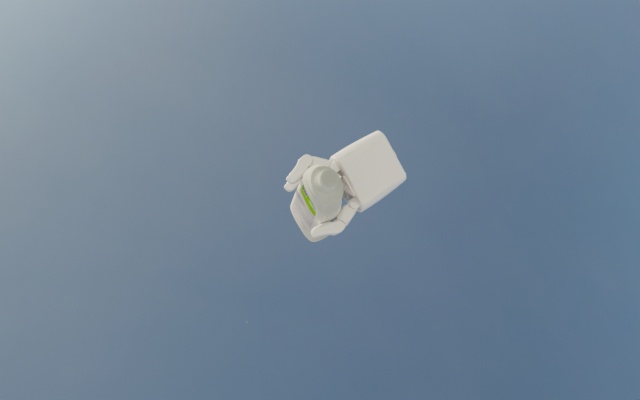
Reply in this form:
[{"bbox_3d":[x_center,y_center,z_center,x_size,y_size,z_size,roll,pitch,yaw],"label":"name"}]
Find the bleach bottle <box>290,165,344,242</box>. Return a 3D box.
[{"bbox_3d":[0.000,0.003,0.855,0.068,0.102,0.251,-31,-8,-15],"label":"bleach bottle"}]
